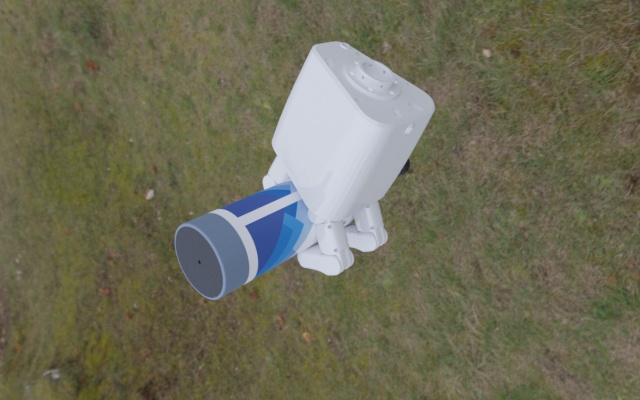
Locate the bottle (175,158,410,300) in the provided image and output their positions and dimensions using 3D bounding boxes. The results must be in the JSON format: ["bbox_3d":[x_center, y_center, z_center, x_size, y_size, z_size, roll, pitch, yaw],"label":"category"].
[{"bbox_3d":[0.000,0.002,0.478,0.069,0.069,0.295,0,19,44],"label":"bottle"}]
